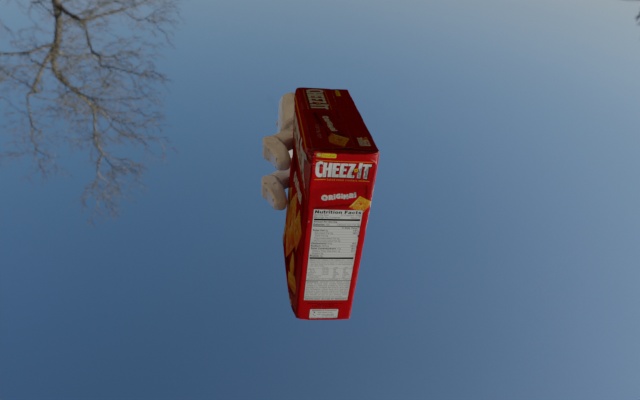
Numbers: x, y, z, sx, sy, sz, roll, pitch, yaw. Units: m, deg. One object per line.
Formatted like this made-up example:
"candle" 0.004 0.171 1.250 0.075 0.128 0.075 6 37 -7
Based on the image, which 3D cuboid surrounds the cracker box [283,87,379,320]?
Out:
"cracker box" 0.000 0.002 0.542 0.072 0.214 0.164 0 32 -9
